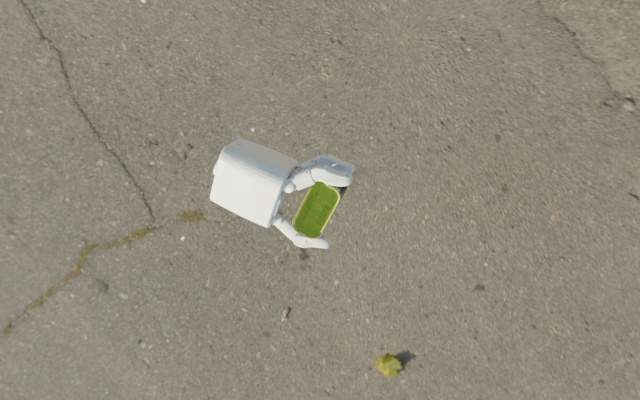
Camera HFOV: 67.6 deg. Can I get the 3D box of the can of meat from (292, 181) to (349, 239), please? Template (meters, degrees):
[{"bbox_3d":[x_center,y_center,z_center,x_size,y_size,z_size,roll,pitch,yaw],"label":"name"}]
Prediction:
[{"bbox_3d":[0.000,0.003,0.761,0.057,0.102,0.084,28,21,0],"label":"can of meat"}]
